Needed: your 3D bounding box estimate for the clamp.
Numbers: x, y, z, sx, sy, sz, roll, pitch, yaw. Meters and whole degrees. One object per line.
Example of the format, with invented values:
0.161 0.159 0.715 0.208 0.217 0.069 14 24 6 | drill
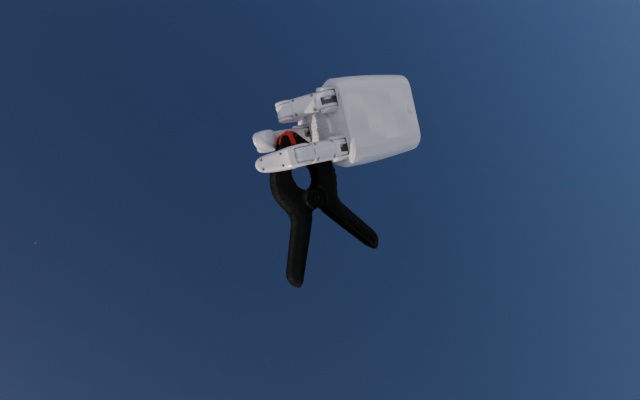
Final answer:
0.000 0.002 0.546 0.120 0.171 0.039 -14 3 -31 | clamp
